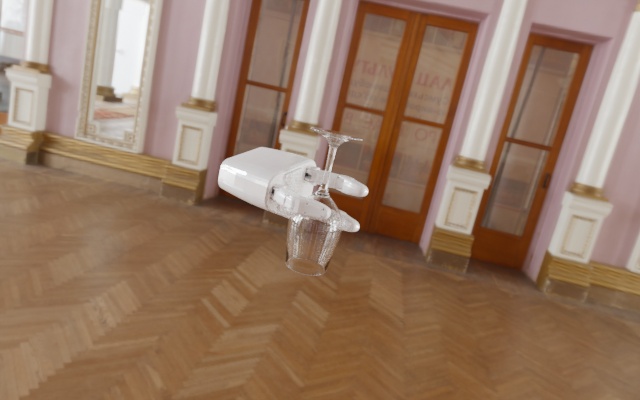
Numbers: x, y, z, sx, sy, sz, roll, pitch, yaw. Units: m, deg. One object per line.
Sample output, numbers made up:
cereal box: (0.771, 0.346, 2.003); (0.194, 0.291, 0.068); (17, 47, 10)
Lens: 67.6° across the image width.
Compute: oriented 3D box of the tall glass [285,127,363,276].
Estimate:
tall glass: (0.000, 0.002, 0.677); (0.079, 0.201, 0.079); (12, 12, -3)
